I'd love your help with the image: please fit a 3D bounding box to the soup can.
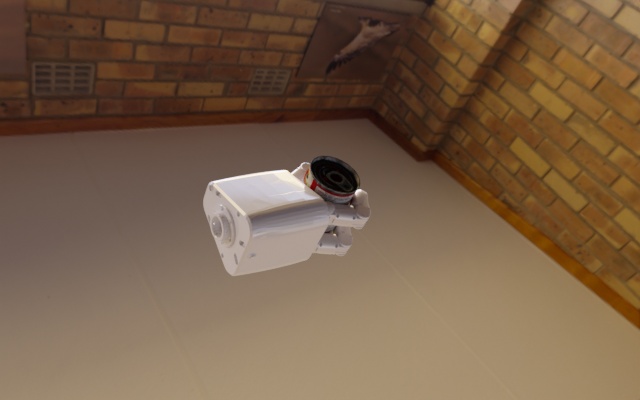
[{"bbox_3d":[0.000,0.002,0.623,0.068,0.068,0.102,0,-44,-31],"label":"soup can"}]
